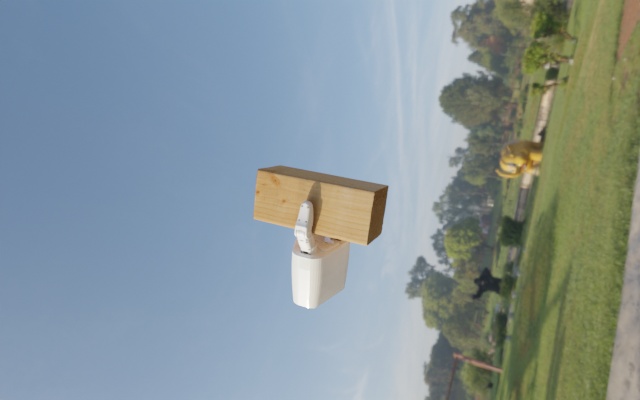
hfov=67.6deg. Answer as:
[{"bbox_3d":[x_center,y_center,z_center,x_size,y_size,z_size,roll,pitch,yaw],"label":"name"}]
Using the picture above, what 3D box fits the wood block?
[{"bbox_3d":[0.000,0.003,0.812,0.206,0.090,0.091,12,13,20],"label":"wood block"}]
